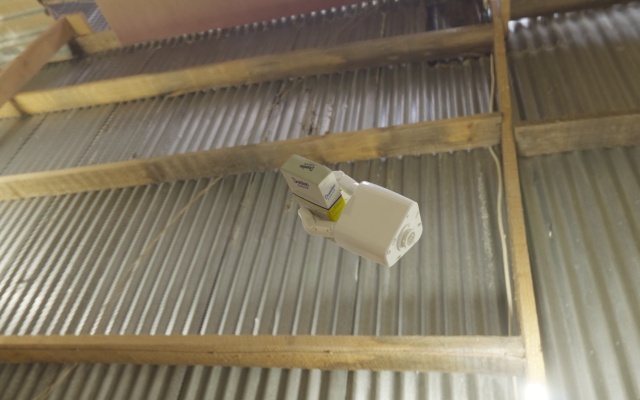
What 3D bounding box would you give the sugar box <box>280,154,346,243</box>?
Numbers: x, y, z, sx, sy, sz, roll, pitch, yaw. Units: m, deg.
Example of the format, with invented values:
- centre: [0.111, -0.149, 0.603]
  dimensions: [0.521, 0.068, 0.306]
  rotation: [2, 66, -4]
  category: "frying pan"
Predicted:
- centre: [0.001, 0.003, 0.852]
  dimensions: [0.093, 0.048, 0.176]
  rotation: [25, -29, 36]
  category: "sugar box"
